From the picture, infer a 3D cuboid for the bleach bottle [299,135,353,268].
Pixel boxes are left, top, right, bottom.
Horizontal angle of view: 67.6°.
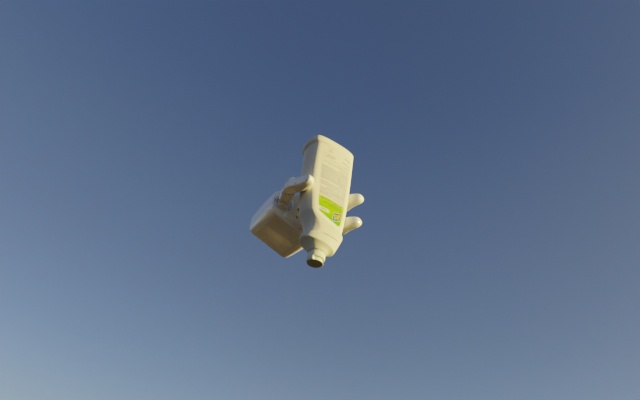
[{"bbox_3d":[0.000,0.003,0.868,0.102,0.250,0.068,27,-40,-22],"label":"bleach bottle"}]
